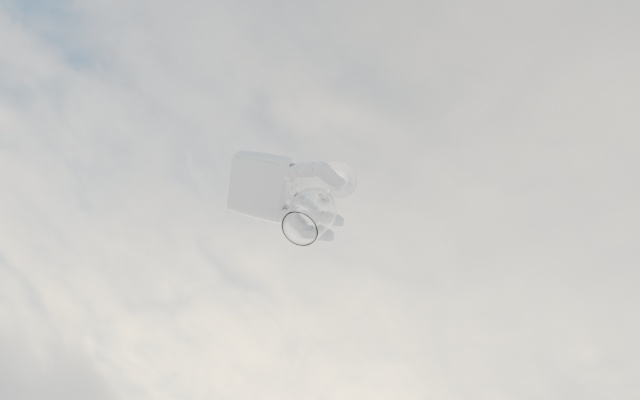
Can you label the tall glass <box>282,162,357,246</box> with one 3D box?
[{"bbox_3d":[0.001,0.002,0.830,0.079,0.079,0.201,0,25,21],"label":"tall glass"}]
